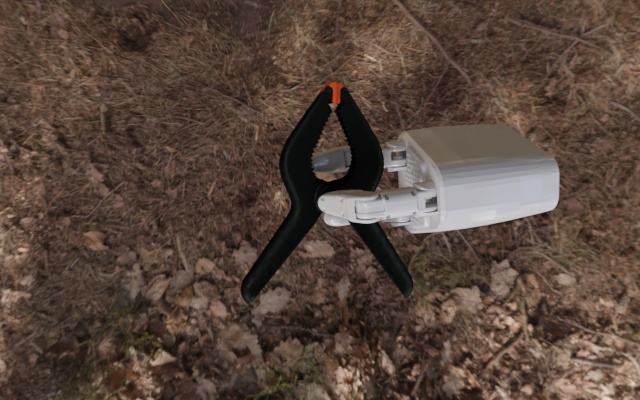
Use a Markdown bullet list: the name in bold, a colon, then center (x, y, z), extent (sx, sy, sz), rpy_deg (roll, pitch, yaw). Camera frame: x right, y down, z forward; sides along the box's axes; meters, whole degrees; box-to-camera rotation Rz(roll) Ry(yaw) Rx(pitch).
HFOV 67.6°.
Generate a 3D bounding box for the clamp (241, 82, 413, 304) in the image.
- **clamp**: center (0.000, 0.001, 0.434), extent (0.164, 0.210, 0.036), rpy_deg (-7, 13, -8)
